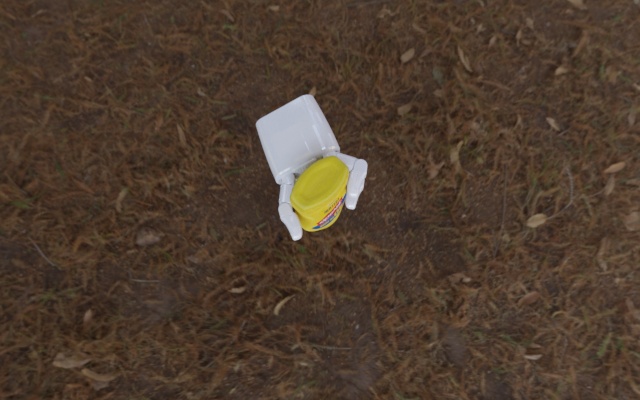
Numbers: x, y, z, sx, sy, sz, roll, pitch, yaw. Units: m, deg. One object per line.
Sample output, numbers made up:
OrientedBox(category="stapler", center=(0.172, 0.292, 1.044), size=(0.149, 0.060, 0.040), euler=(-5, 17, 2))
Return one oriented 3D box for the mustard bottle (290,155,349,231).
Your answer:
OrientedBox(category="mustard bottle", center=(0.000, 0.003, 0.768), size=(0.058, 0.096, 0.192), euler=(41, -13, 13))
